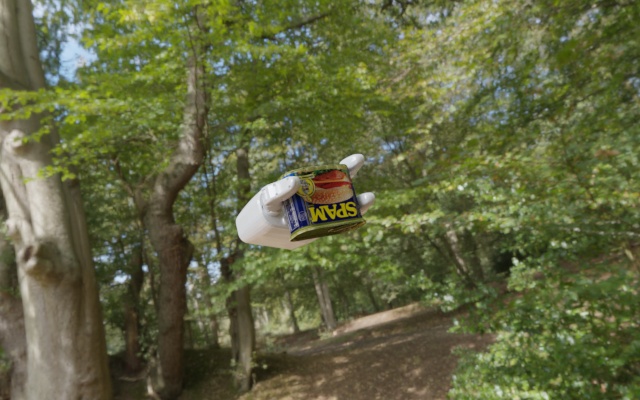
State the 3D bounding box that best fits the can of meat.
[{"bbox_3d":[0.000,0.002,0.630,0.102,0.084,0.057,-7,-16,-28],"label":"can of meat"}]
